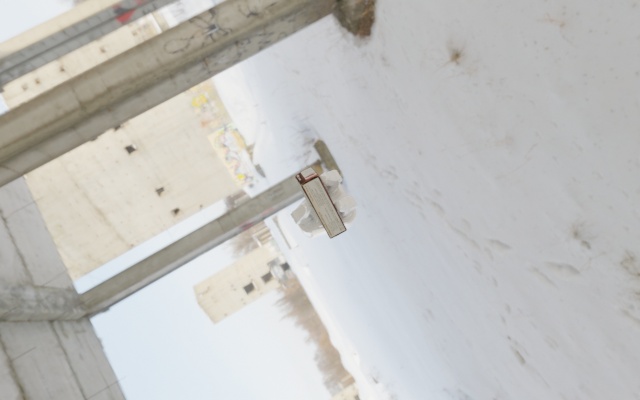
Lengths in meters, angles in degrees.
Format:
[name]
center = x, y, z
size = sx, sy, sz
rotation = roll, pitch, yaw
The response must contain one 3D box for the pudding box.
[pudding box]
center = 0.000, 0.003, 0.842
size = 0.039, 0.113, 0.090
rotation = -31, 16, -3
